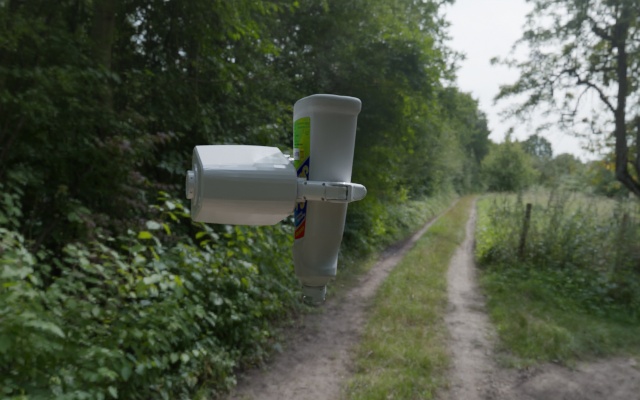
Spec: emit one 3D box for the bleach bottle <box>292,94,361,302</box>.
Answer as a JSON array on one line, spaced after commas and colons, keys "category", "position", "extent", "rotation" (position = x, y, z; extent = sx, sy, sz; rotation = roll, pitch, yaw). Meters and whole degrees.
[{"category": "bleach bottle", "position": [0.000, 0.002, 0.595], "extent": [0.068, 0.251, 0.102], "rotation": [1, 4, -21]}]
